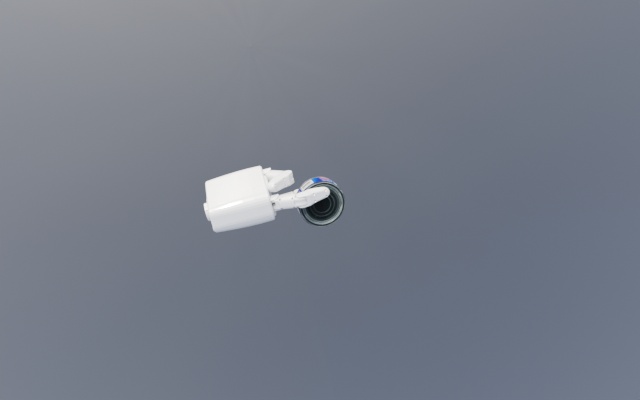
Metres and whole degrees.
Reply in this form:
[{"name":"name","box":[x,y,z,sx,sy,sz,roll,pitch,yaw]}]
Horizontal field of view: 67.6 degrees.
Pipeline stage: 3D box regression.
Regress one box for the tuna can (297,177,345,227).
[{"name":"tuna can","box":[0.000,0.003,0.852,0.086,0.086,0.033,0,16,-14]}]
